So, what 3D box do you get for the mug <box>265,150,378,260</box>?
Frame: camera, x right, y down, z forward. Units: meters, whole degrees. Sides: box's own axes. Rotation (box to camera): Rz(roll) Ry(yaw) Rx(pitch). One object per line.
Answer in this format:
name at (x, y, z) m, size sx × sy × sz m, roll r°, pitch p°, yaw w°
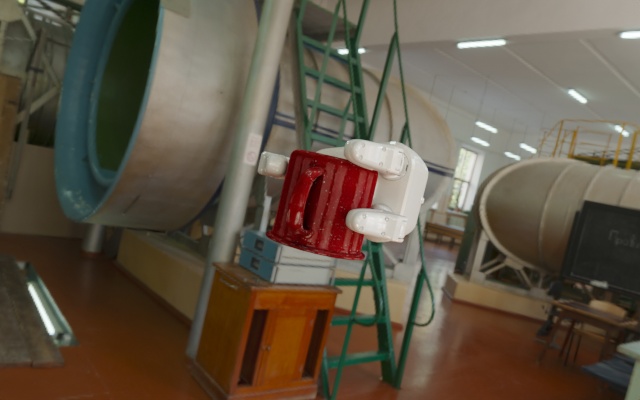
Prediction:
mug at (0.000, 0.001, 0.419) m, size 0.093 × 0.081 × 0.117 m, roll 14°, pitch 3°, yaw 22°
